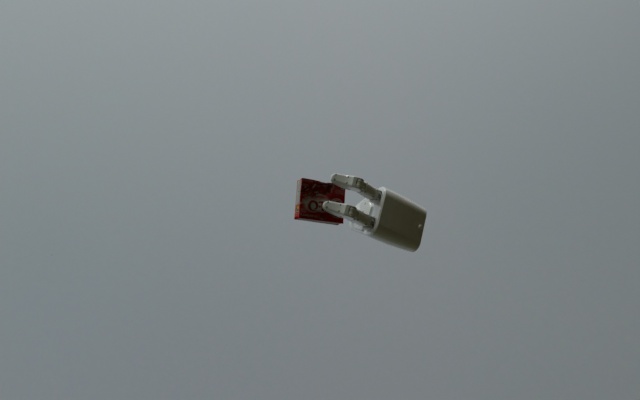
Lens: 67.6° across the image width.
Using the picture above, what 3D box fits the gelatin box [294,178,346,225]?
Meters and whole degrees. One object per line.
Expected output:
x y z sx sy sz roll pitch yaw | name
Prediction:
0.000 0.003 0.863 0.089 0.073 0.030 9 -12 -21 | gelatin box
